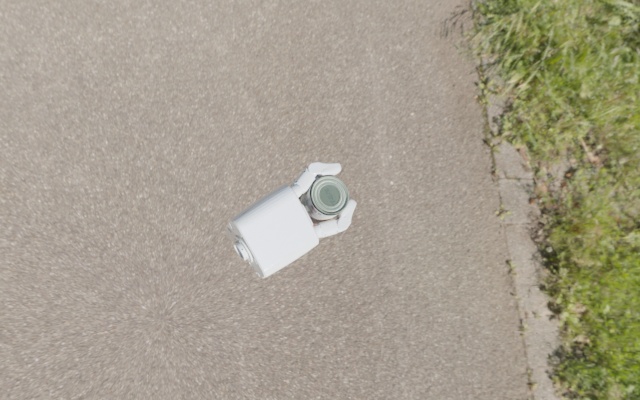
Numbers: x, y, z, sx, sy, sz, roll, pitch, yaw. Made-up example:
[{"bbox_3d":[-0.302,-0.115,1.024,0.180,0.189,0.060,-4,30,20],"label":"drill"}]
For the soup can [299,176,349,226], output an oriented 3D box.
[{"bbox_3d":[0.001,0.002,0.808,0.068,0.068,0.102,0,-13,-18],"label":"soup can"}]
